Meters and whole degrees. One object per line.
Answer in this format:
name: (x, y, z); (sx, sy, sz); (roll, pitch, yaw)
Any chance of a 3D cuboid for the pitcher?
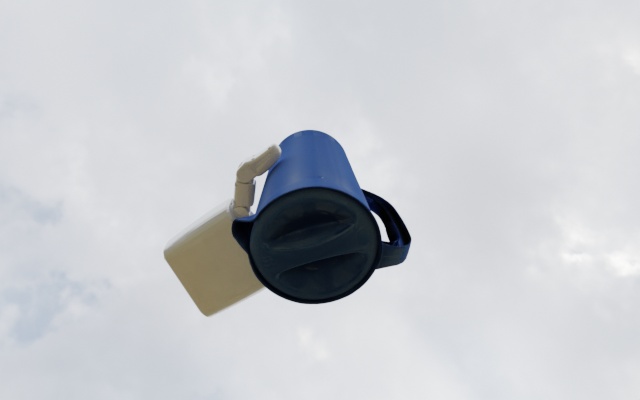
pitcher: (0.000, 0.002, 0.570); (0.145, 0.149, 0.242); (-33, 22, 13)
